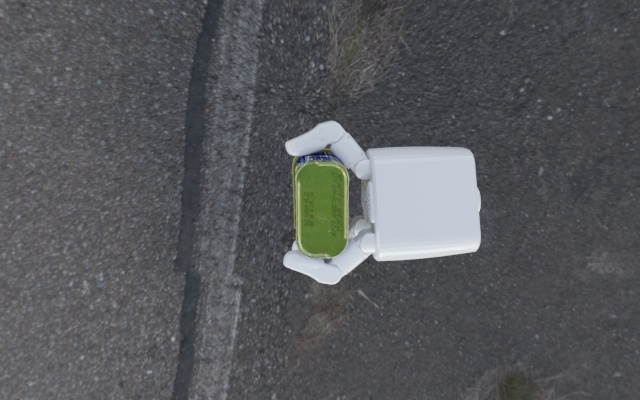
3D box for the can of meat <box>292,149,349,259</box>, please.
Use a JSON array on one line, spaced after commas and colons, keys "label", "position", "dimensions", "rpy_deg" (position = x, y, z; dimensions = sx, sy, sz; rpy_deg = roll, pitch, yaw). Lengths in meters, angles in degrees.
[{"label": "can of meat", "position": [0.000, 0.002, 0.493], "dimensions": [0.057, 0.102, 0.084], "rpy_deg": [-1, 12, -3]}]
